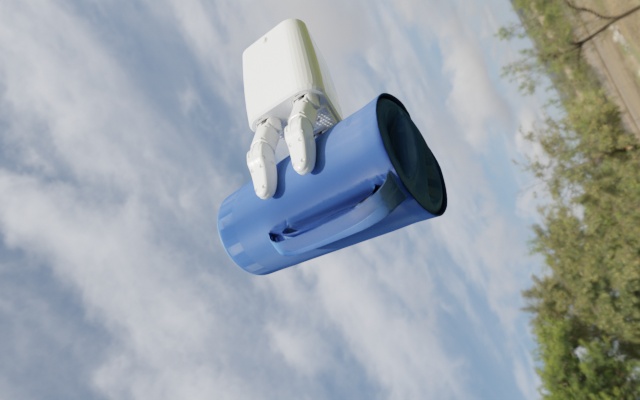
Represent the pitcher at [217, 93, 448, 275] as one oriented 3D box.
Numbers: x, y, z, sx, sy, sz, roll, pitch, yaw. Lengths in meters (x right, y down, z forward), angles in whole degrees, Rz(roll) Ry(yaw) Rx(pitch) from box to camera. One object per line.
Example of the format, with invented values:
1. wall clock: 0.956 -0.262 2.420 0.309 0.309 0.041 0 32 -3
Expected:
1. pitcher: 0.000 0.002 0.517 0.243 0.145 0.149 -27 -27 30
